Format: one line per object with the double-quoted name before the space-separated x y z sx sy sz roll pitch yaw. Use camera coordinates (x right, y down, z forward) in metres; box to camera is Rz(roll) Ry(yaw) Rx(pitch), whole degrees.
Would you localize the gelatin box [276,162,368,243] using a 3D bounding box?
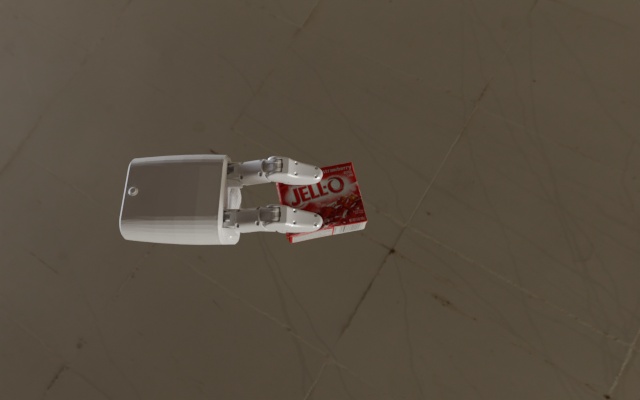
"gelatin box" 0.000 0.002 0.530 0.089 0.073 0.030 -10 -21 -8
